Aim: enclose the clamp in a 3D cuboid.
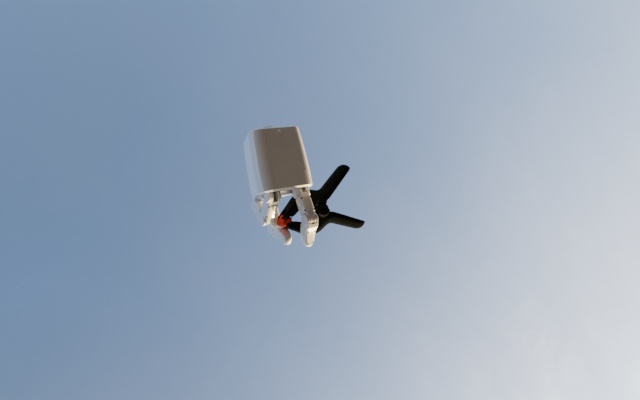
[{"bbox_3d":[0.000,0.003,0.847,0.171,0.120,0.039,-10,-3,-33],"label":"clamp"}]
